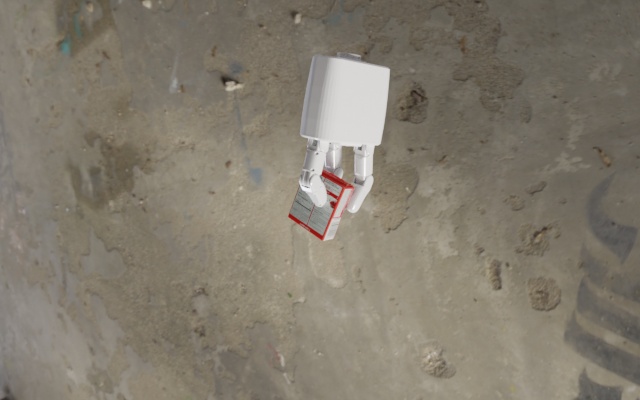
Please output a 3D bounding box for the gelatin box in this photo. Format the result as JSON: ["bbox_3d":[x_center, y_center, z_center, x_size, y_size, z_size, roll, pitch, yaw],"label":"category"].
[{"bbox_3d":[0.000,0.003,0.688,0.073,0.089,0.030,32,20,31],"label":"gelatin box"}]
